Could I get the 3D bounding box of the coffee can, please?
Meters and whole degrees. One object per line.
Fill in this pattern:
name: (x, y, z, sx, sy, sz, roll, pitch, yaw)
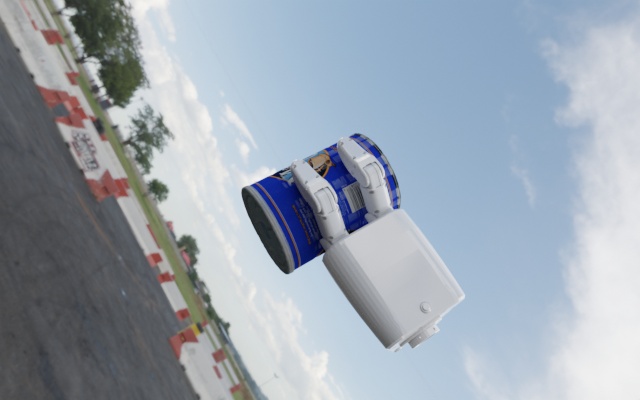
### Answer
coffee can: (0.000, 0.002, 0.518, 0.140, 0.103, 0.103, -28, 9, -17)
